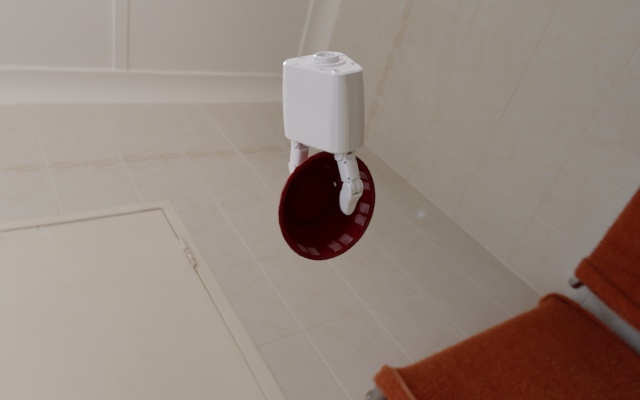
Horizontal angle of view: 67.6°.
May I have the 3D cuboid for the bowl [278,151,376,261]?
[{"bbox_3d":[0.000,0.003,0.692,0.162,0.162,0.055,0,13,-33],"label":"bowl"}]
